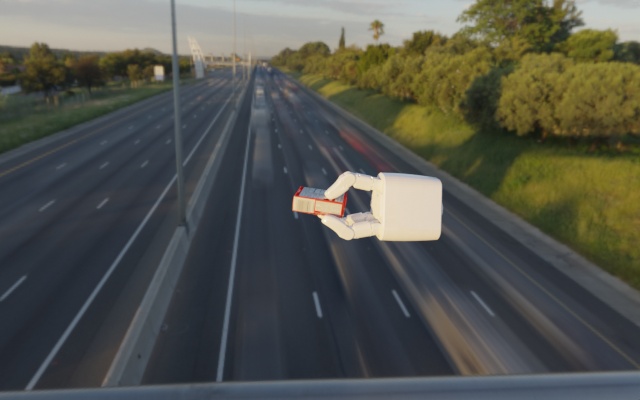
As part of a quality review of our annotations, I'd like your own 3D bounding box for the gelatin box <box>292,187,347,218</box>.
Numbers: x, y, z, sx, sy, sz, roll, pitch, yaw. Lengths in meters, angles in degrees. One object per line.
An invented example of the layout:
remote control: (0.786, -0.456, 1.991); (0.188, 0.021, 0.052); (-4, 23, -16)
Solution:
gelatin box: (0.000, 0.002, 0.843); (0.089, 0.030, 0.073); (9, 16, 4)
